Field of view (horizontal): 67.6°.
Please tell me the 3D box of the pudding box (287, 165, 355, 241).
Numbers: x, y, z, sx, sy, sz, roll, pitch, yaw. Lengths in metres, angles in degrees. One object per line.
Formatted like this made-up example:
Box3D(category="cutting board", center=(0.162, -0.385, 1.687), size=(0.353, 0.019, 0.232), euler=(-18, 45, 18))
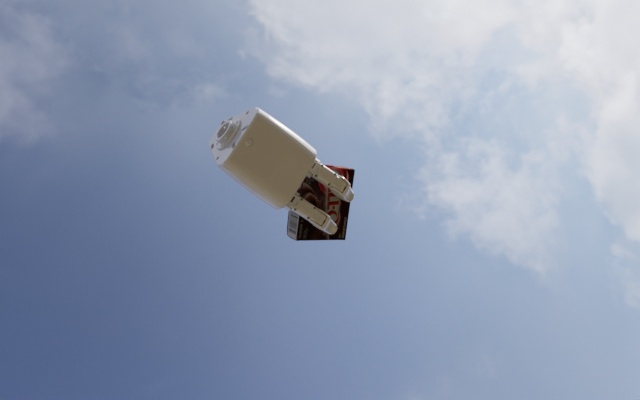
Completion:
Box3D(category="pudding box", center=(0.000, 0.002, 0.713), size=(0.090, 0.113, 0.039), euler=(2, 11, -33))
